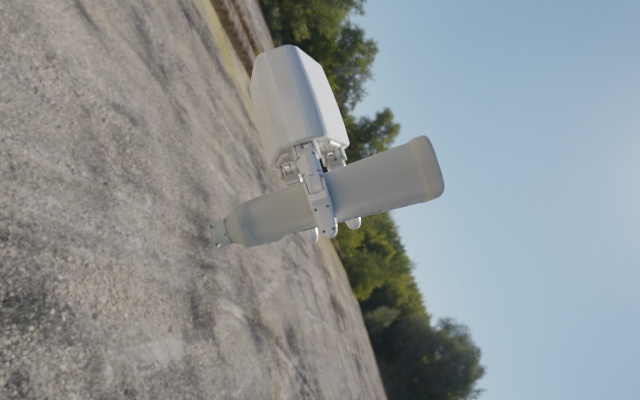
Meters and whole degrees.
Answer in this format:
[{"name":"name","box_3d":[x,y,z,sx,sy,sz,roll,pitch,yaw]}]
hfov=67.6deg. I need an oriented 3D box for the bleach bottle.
[{"name":"bleach bottle","box_3d":[0.000,0.002,0.523,0.251,0.068,0.102,-17,-6,2]}]
